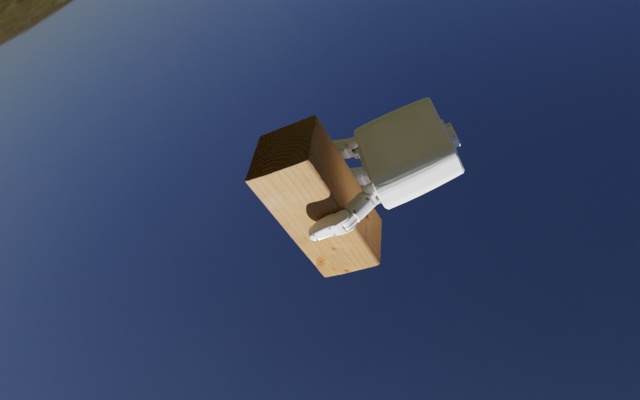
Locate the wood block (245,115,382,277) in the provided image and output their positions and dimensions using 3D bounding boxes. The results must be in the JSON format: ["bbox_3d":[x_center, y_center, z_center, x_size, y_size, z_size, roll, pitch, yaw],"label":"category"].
[{"bbox_3d":[0.000,0.002,0.643,0.090,0.090,0.206,-17,-50,24],"label":"wood block"}]
